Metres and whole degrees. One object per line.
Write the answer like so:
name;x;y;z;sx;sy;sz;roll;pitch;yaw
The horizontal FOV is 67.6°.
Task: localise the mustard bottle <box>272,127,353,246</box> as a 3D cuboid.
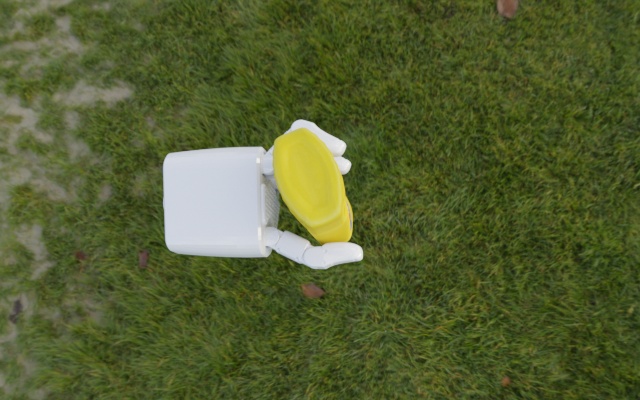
mustard bottle;0.000;0.002;0.511;0.058;0.096;0.192;-24;-17;1
